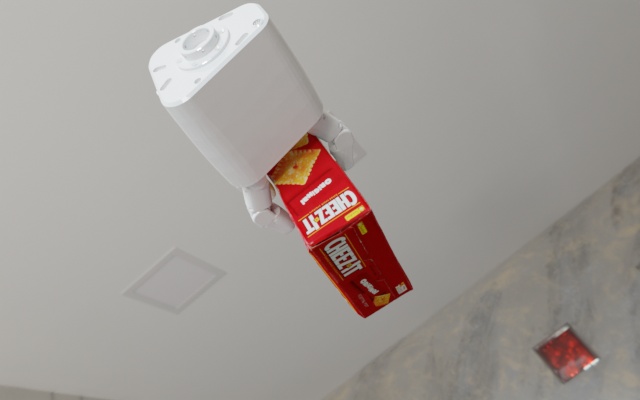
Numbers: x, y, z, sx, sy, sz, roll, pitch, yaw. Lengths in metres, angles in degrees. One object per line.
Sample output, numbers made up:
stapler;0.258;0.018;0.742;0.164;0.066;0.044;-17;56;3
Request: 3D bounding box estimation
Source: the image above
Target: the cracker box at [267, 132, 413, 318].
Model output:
cracker box;0.000;0.001;0.518;0.072;0.213;0.164;-33;-41;1
